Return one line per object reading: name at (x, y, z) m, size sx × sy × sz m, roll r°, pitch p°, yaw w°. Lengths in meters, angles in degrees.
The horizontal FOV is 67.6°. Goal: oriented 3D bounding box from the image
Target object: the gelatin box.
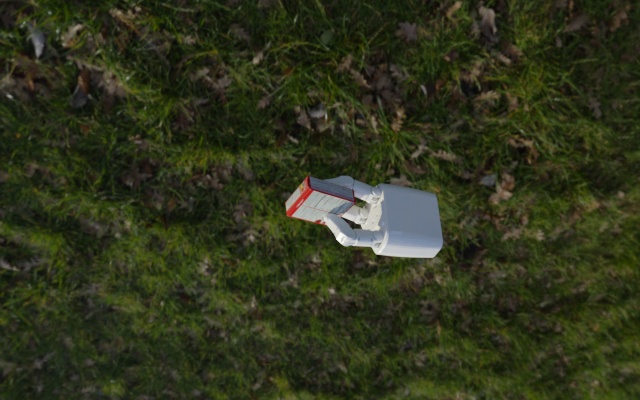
gelatin box at (0.000, 0.003, 0.756) m, size 0.089 × 0.030 × 0.073 m, roll 15°, pitch -43°, yaw -30°
